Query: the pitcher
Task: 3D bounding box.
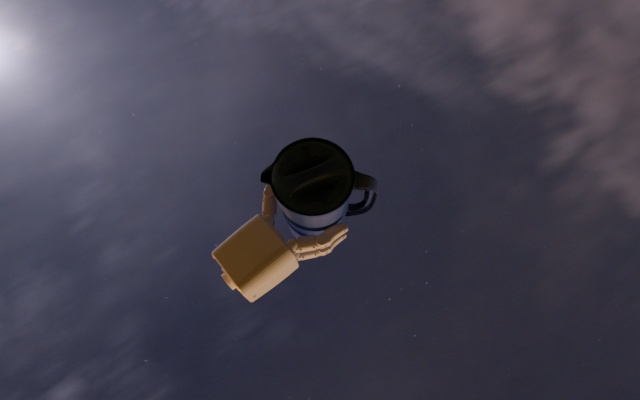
[{"bbox_3d":[0.000,0.003,0.844,0.145,0.149,0.243,-41,-16,-13],"label":"pitcher"}]
